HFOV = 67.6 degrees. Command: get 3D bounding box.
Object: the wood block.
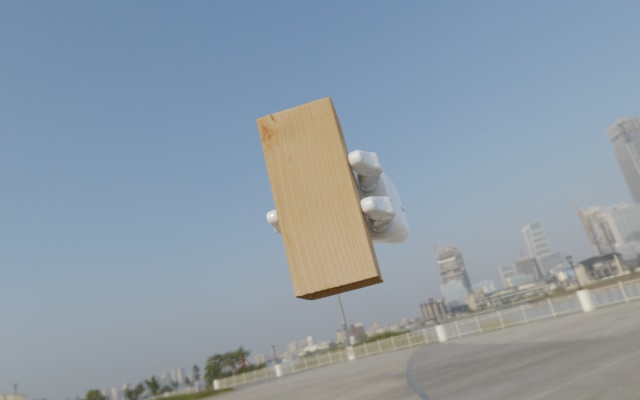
[{"bbox_3d":[0.000,0.002,0.550,0.091,0.206,0.090,-16,-16,7],"label":"wood block"}]
